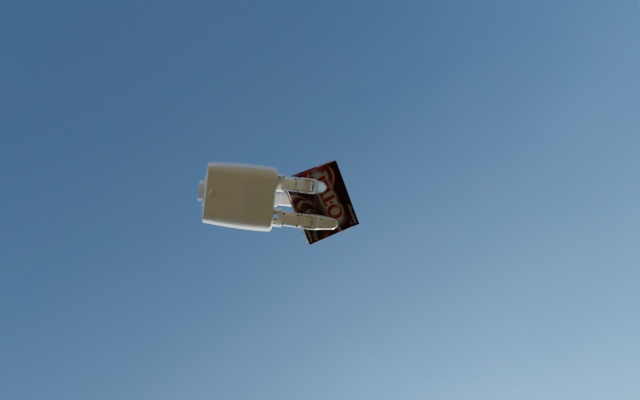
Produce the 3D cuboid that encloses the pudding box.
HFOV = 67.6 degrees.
[{"bbox_3d":[0.000,0.003,0.770,0.090,0.113,0.039,-22,8,-11],"label":"pudding box"}]
